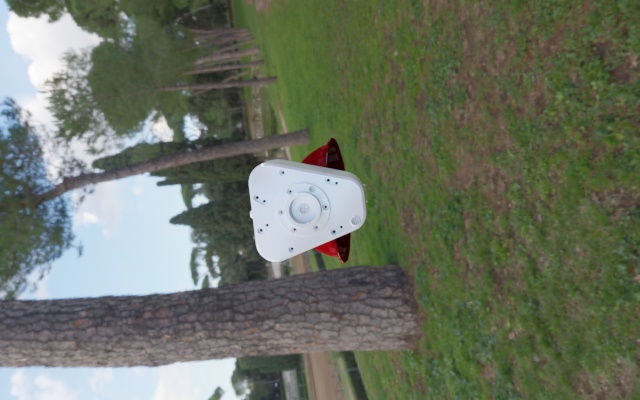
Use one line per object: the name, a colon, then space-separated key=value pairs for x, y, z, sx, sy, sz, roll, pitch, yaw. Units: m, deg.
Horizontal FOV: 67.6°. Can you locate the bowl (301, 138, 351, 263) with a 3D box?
bowl: x=0.000 y=0.002 z=0.622 sx=0.055 sy=0.162 sz=0.162 roll=-6 pitch=-1 yaw=12
